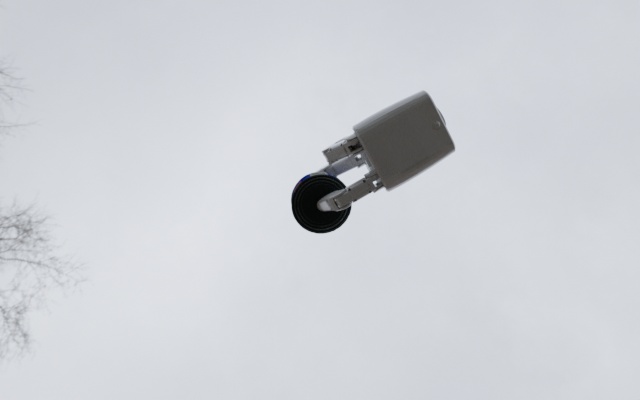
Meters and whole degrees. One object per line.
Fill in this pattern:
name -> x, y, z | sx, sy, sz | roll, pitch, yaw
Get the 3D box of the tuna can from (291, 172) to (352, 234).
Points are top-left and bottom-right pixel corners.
tuna can -> 0.000, 0.002, 0.684 | 0.086, 0.086, 0.033 | 0, 12, -6
